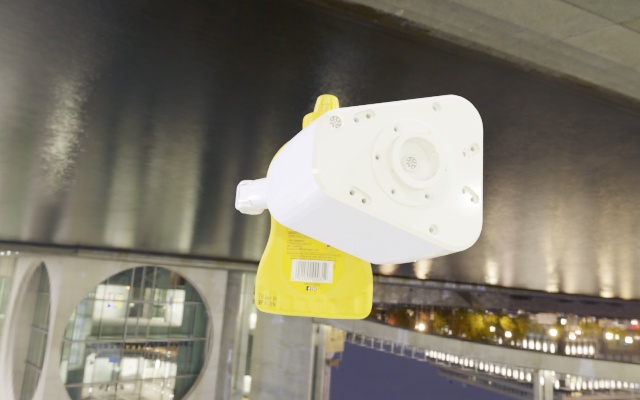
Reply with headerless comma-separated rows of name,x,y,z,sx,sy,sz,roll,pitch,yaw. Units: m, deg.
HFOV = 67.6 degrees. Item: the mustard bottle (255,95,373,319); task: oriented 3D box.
mustard bottle,0.000,0.002,0.412,0.096,0.191,0.058,2,-10,8
